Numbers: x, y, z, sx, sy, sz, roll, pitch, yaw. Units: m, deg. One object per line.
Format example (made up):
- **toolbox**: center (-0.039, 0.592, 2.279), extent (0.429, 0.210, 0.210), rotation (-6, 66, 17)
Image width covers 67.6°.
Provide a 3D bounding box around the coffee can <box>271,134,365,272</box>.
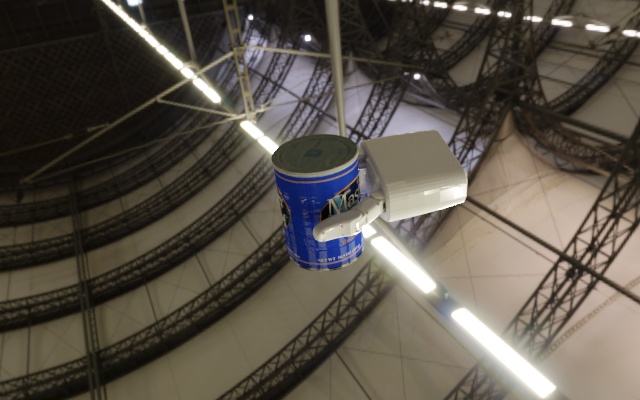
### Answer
- **coffee can**: center (0.000, 0.002, 0.596), extent (0.103, 0.140, 0.102), rotation (-5, 31, 3)
